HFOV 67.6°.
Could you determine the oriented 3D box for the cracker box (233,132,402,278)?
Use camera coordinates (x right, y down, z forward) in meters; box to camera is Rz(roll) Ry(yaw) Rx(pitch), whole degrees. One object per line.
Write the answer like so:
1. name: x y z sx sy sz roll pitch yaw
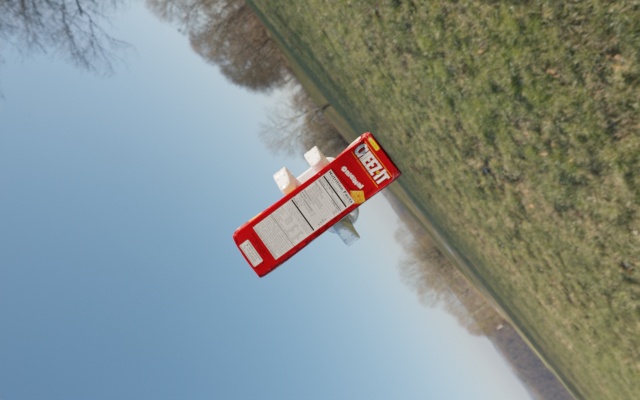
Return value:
1. cracker box: 0.000 0.002 0.641 0.214 0.072 0.164 -37 -2 7
